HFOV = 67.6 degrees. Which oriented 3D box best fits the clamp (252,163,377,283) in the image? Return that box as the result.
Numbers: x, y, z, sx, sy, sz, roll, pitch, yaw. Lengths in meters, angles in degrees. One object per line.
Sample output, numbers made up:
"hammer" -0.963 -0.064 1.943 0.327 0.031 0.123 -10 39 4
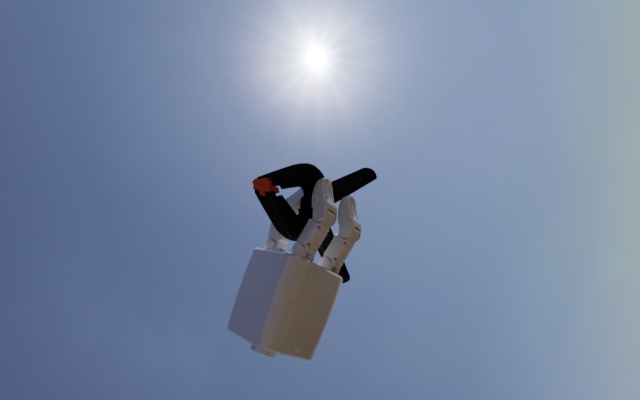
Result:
"clamp" -0.001 0.002 0.602 0.036 0.164 0.210 8 -17 40
